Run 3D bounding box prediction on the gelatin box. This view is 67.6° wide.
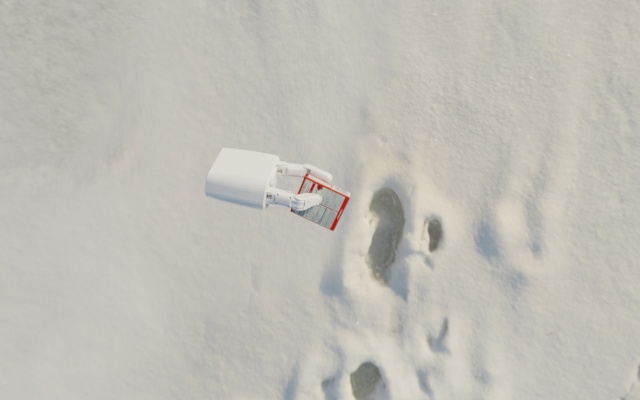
[{"bbox_3d":[0.000,0.003,0.856,0.089,0.073,0.030,25,21,1],"label":"gelatin box"}]
